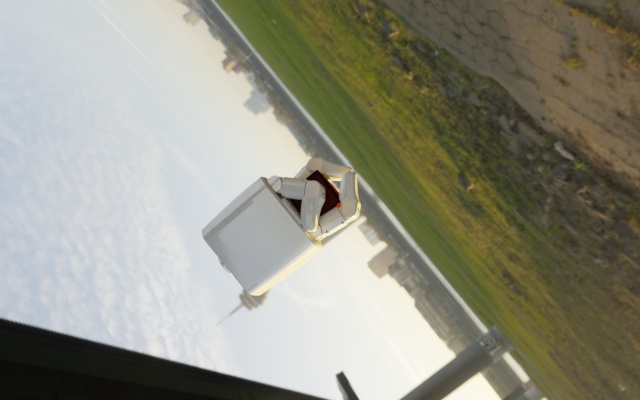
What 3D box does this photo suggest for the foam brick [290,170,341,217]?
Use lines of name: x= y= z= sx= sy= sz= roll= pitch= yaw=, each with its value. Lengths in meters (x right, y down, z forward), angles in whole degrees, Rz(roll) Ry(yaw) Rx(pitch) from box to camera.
foam brick: x=0.000 y=0.002 z=0.630 sx=0.051 sy=0.053 sz=0.078 roll=-40 pitch=-18 yaw=5
